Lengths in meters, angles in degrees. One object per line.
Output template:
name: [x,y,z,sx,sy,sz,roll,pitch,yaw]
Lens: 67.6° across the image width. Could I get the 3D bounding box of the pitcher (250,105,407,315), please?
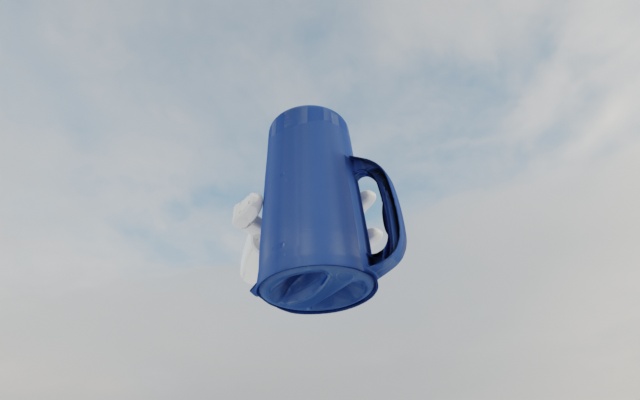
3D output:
pitcher: [0.000,0.002,0.575,0.149,0.242,0.145,7,-35,-15]
